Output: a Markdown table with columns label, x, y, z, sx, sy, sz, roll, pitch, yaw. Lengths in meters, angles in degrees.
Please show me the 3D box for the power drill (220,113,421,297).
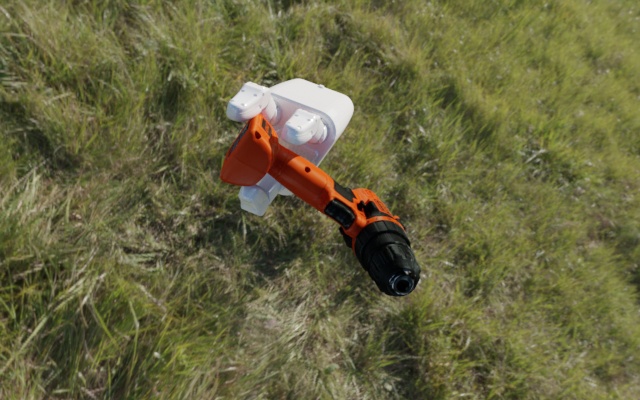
| label | x | y | z | sx | sy | sz | roll | pitch | yaw |
| --- | --- | --- | --- | --- | --- | --- | --- | --- | --- |
| power drill | 0.000 | 0.001 | 0.444 | 0.188 | 0.057 | 0.184 | 35 | 11 | -17 |
